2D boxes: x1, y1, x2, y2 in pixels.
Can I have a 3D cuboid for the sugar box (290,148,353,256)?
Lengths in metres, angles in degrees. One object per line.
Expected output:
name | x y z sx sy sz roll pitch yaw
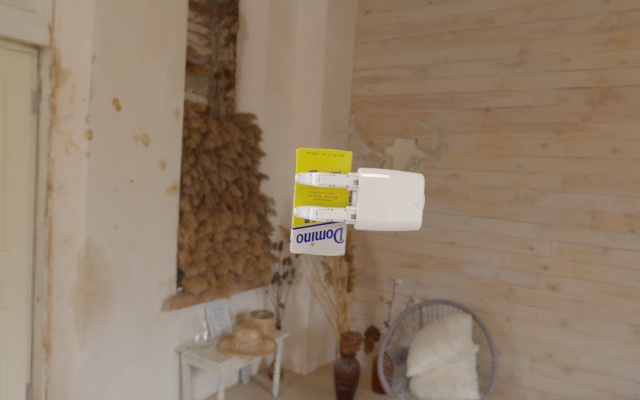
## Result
sugar box | 0.000 0.003 0.803 0.093 0.176 0.048 3 2 -5
